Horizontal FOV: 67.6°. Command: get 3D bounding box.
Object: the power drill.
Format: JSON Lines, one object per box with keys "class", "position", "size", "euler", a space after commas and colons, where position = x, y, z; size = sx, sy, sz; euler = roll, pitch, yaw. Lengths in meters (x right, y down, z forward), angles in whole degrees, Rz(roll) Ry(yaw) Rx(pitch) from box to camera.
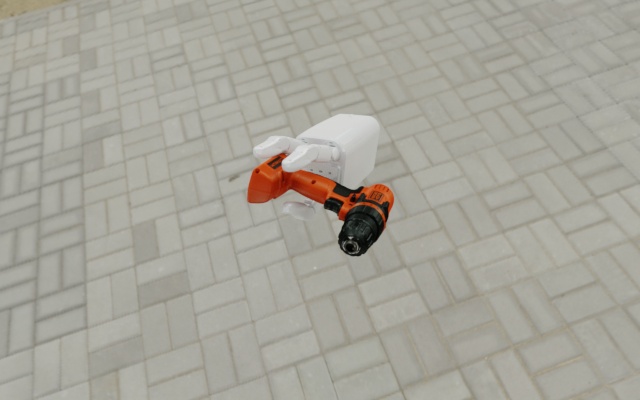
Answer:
{"class": "power drill", "position": [0.000, 0.002, 0.646], "size": [0.187, 0.057, 0.184], "euler": [21, 23, 11]}
